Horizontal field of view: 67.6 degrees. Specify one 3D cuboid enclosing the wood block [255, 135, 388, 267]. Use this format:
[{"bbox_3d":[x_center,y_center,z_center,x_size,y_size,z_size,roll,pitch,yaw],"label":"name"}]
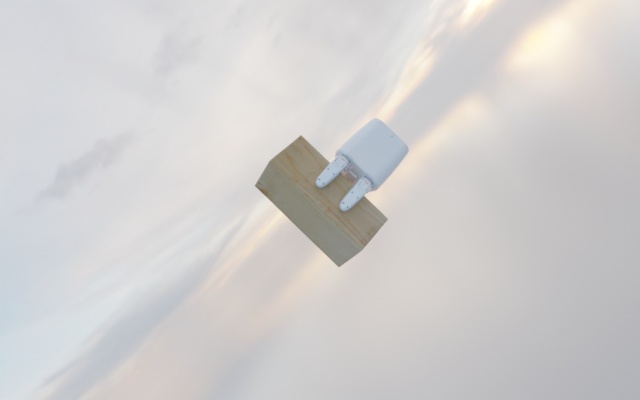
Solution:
[{"bbox_3d":[0.000,0.002,0.820,0.090,0.206,0.091,-45,-2,-35],"label":"wood block"}]
